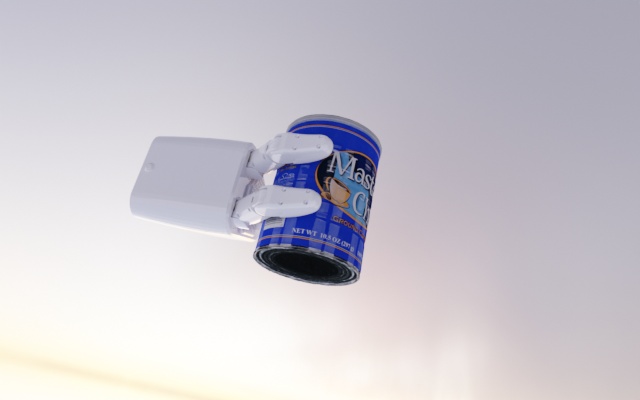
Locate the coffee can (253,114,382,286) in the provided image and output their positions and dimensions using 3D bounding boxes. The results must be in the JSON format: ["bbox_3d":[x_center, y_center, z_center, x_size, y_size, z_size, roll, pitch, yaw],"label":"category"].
[{"bbox_3d":[0.000,0.001,0.474,0.103,0.140,0.103,10,-25,5],"label":"coffee can"}]
